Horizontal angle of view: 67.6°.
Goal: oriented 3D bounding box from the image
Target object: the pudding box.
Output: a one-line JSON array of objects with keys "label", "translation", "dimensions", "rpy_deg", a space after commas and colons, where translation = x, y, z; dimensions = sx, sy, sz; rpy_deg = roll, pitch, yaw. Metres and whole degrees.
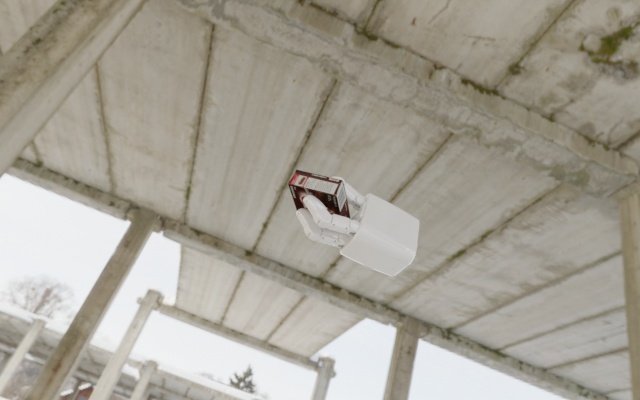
[{"label": "pudding box", "translation": [0.000, 0.003, 0.827], "dimensions": [0.090, 0.039, 0.114], "rpy_deg": [13, -35, 20]}]
